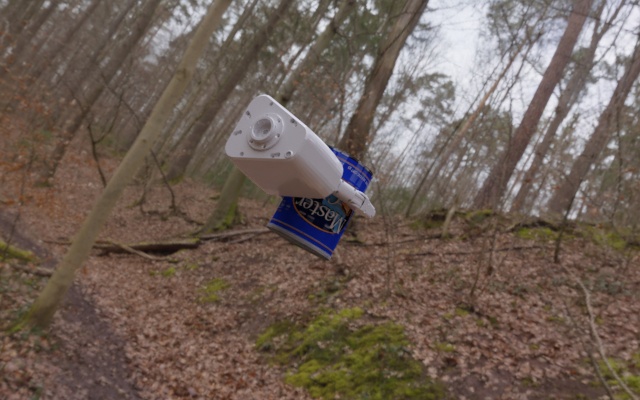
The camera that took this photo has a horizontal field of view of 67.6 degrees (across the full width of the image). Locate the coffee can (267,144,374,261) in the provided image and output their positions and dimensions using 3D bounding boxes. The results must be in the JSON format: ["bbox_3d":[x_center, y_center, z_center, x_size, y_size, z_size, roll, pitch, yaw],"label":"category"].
[{"bbox_3d":[0.000,0.003,0.696,0.103,0.140,0.103,28,-9,5],"label":"coffee can"}]
